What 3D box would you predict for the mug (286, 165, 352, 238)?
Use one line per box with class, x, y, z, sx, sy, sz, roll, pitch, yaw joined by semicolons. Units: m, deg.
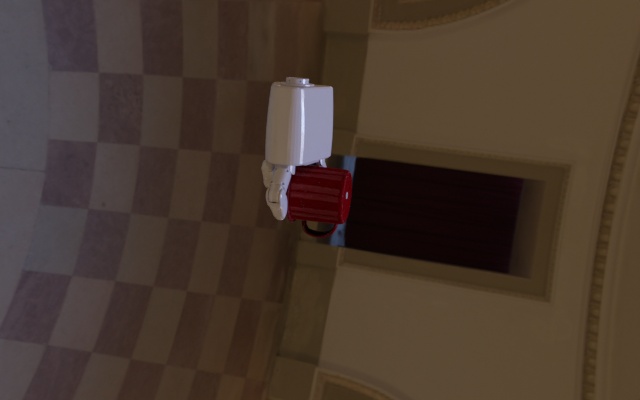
mug;0.000;0.004;0.713;0.081;0.117;0.093;7;21;12
